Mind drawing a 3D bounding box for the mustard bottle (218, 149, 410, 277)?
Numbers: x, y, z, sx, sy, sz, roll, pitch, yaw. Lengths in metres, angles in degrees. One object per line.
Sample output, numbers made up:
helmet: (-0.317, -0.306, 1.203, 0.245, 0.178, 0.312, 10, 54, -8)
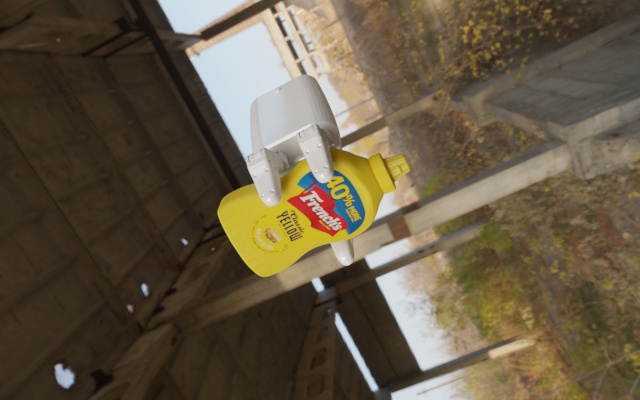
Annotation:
mustard bottle: (0.000, 0.002, 0.487, 0.191, 0.096, 0.058, -25, 21, 11)
